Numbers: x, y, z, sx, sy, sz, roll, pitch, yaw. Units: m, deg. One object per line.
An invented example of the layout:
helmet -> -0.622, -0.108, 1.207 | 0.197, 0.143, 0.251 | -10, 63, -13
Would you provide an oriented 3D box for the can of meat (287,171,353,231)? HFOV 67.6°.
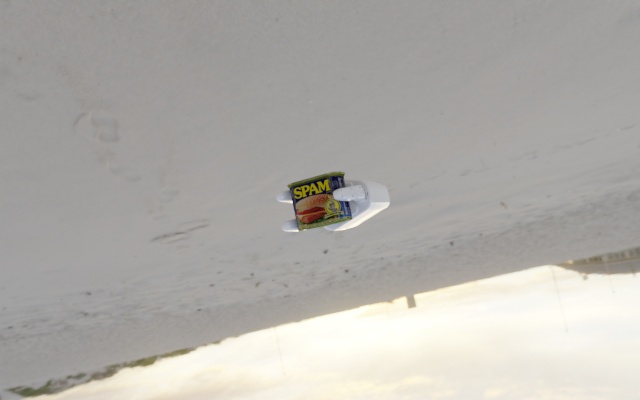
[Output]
can of meat -> 0.000, 0.003, 0.833 | 0.102, 0.084, 0.057 | -14, -7, 23
